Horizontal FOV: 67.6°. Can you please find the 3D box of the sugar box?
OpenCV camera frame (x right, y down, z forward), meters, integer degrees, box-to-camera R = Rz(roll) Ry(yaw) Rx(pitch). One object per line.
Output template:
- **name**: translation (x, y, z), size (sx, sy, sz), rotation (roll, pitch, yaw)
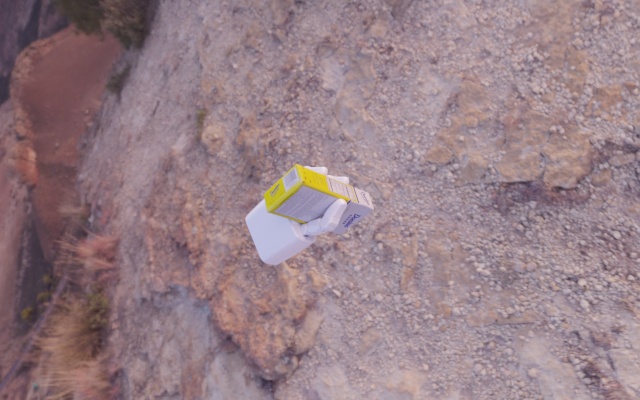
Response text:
- **sugar box**: translation (0.000, 0.002, 0.831), size (0.176, 0.048, 0.093), rotation (18, -46, -42)
